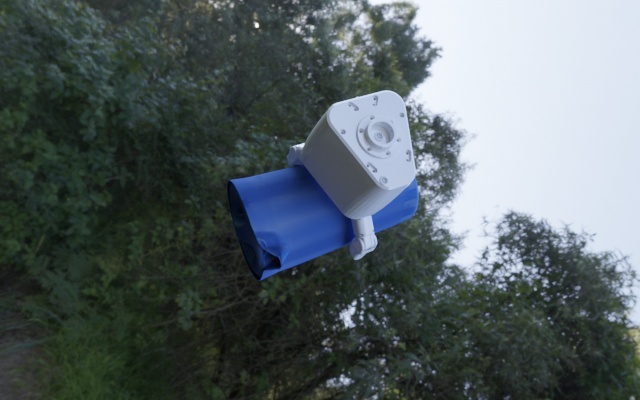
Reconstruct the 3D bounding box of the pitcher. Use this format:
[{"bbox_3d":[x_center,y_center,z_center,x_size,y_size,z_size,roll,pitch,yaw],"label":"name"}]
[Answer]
[{"bbox_3d":[0.000,0.002,0.652,0.243,0.149,0.145,-17,-12,-19],"label":"pitcher"}]
